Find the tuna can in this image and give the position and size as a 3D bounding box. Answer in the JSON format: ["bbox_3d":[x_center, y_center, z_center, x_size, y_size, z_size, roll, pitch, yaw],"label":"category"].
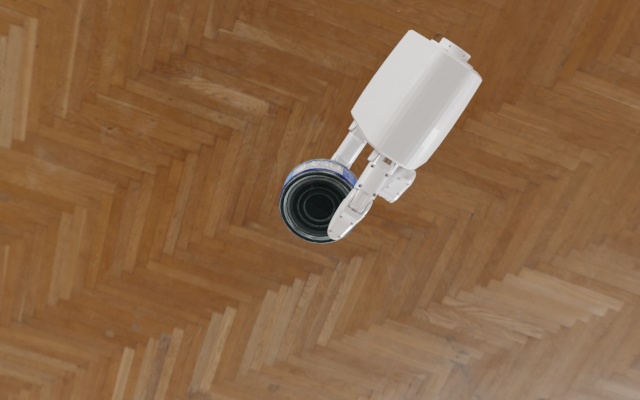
[{"bbox_3d":[0.000,0.002,0.501,0.086,0.086,0.033,0,24,6],"label":"tuna can"}]
